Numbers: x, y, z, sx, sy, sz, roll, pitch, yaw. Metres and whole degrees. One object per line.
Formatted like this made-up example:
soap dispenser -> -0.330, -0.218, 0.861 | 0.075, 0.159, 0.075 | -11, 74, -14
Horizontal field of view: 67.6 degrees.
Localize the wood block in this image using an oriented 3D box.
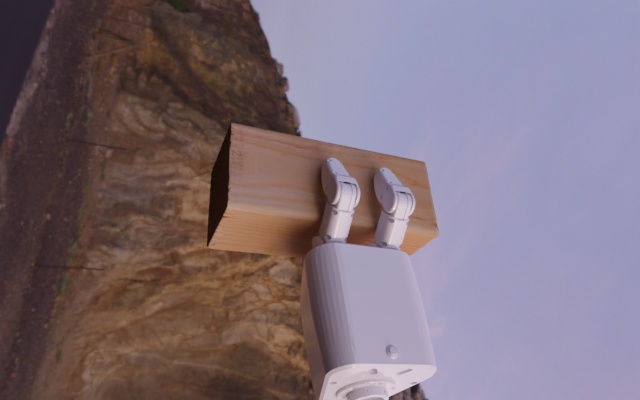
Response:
wood block -> 0.000, 0.002, 0.477 | 0.206, 0.090, 0.091 | 9, -32, -22
